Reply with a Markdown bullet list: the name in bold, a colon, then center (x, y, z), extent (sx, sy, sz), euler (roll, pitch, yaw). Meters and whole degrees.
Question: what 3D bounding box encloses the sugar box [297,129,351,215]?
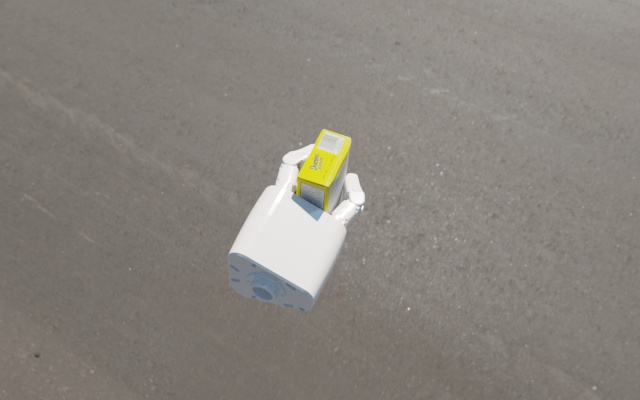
- **sugar box**: center (0.000, 0.002, 0.639), extent (0.048, 0.093, 0.176), euler (20, -39, 8)
